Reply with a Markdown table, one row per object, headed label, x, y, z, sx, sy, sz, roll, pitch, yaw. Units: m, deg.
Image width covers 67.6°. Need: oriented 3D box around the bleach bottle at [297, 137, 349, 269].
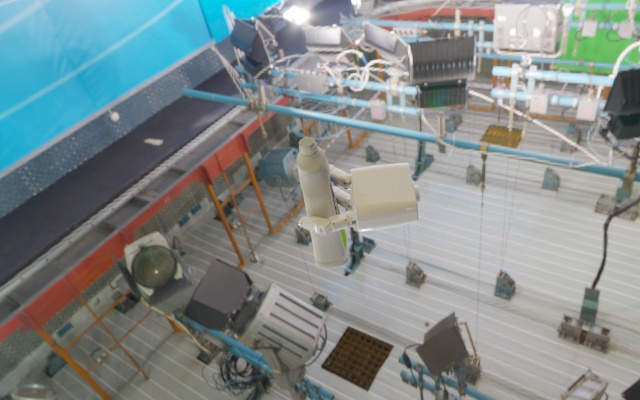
| label | x | y | z | sx | sy | sz | roll | pitch | yaw |
| --- | --- | --- | --- | --- | --- | --- | --- | --- | --- |
| bleach bottle | 0.000 | 0.003 | 0.864 | 0.068 | 0.251 | 0.102 | -9 | 39 | 6 |
